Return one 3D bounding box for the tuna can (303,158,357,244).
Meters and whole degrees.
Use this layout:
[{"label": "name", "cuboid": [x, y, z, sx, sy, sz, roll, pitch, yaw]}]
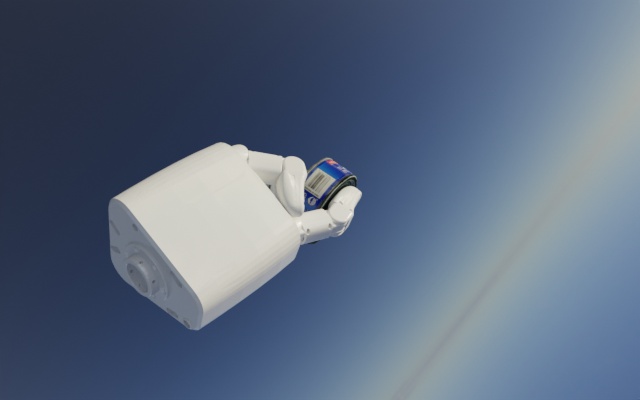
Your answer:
[{"label": "tuna can", "cuboid": [0.001, 0.002, 0.484, 0.033, 0.086, 0.086, 34, 11, 17]}]
